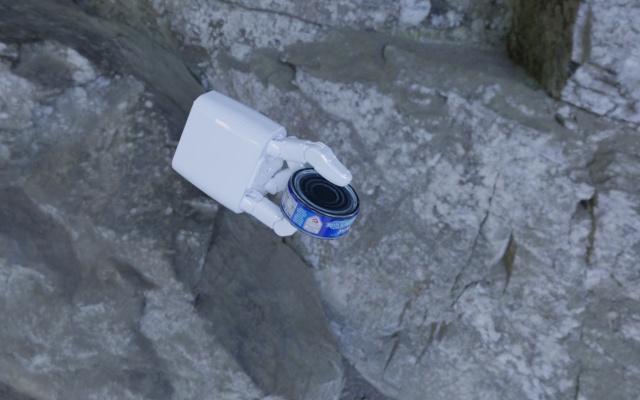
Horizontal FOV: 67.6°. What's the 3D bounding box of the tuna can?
[{"bbox_3d":[0.000,0.001,0.527,0.086,0.034,0.086,17,35,-13],"label":"tuna can"}]
